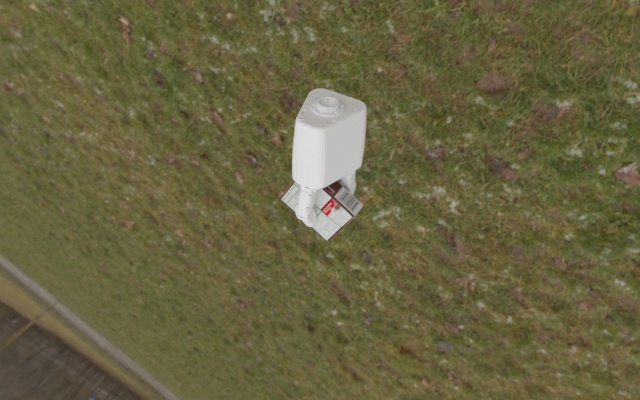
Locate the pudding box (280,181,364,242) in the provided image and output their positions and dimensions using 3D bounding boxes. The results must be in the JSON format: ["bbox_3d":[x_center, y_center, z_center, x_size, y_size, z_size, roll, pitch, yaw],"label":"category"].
[{"bbox_3d":[0.000,0.003,0.781,0.039,0.113,0.090,-47,0,-43],"label":"pudding box"}]
